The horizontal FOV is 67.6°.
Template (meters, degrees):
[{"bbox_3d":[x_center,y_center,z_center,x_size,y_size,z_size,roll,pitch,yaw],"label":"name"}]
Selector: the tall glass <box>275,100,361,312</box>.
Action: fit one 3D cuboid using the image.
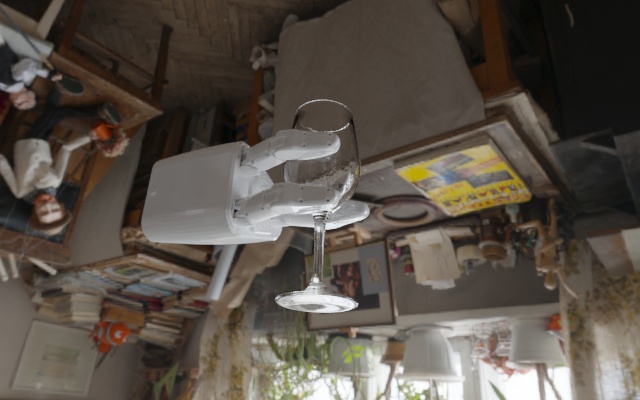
[{"bbox_3d":[0.000,0.002,0.467,0.079,0.201,0.079,2,-24,1],"label":"tall glass"}]
